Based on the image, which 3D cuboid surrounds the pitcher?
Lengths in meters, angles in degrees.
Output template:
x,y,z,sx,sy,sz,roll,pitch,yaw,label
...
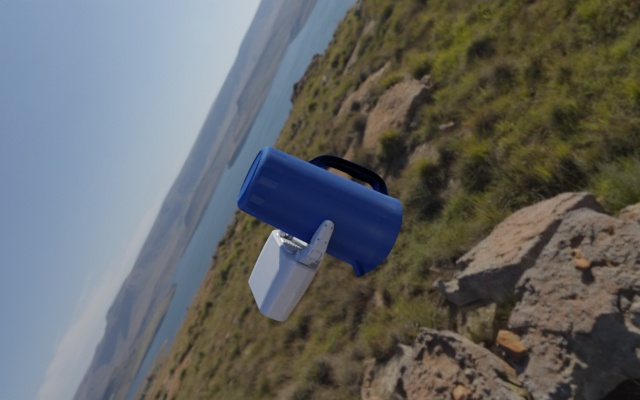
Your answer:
x,y,z,sx,sy,sz,roll,pitch,yaw,label
0.000,0.003,0.764,0.243,0.145,0.149,25,15,-15,pitcher
